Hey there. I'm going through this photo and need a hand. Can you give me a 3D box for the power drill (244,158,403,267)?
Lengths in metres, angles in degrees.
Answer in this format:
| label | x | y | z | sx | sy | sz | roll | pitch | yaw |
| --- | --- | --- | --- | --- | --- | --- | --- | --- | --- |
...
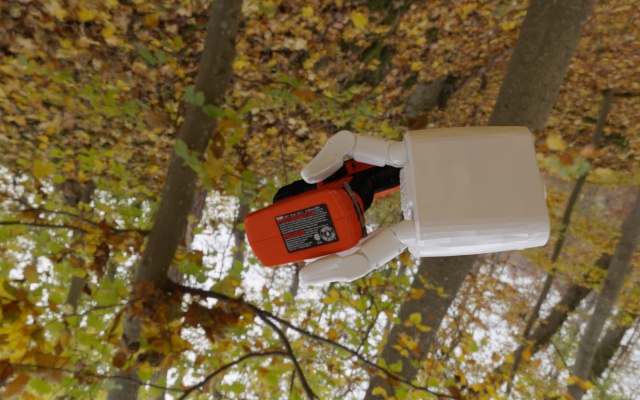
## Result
| label | x | y | z | sx | sy | sz | roll | pitch | yaw |
| --- | --- | --- | --- | --- | --- | --- | --- | --- | --- |
| power drill | 0.000 | 0.002 | 0.489 | 0.184 | 0.057 | 0.187 | -18 | 11 | 26 |
